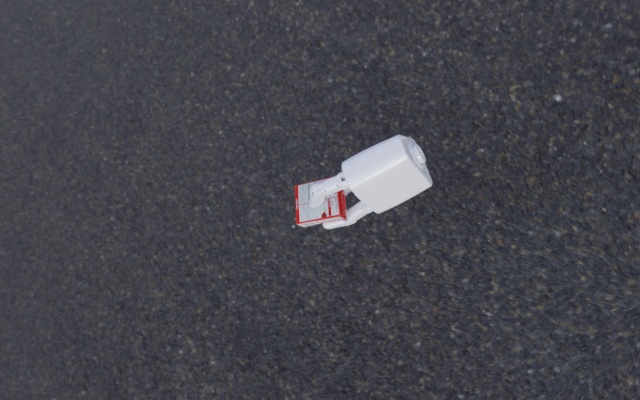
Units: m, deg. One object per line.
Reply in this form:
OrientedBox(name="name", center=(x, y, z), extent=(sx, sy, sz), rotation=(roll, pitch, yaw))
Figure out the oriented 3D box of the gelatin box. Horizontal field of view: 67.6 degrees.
OrientedBox(name="gelatin box", center=(0.000, 0.003, 0.838), extent=(0.089, 0.073, 0.030), rotation=(-12, -19, 25))
